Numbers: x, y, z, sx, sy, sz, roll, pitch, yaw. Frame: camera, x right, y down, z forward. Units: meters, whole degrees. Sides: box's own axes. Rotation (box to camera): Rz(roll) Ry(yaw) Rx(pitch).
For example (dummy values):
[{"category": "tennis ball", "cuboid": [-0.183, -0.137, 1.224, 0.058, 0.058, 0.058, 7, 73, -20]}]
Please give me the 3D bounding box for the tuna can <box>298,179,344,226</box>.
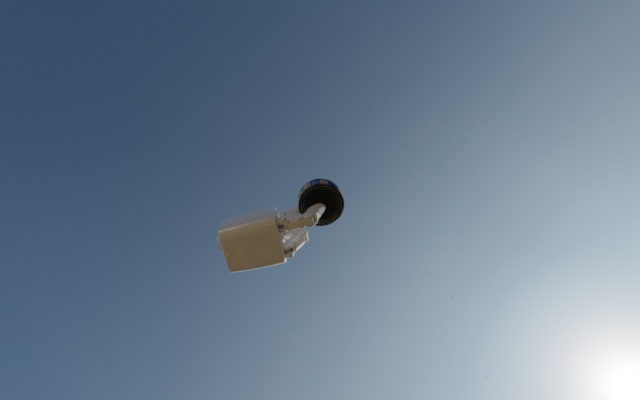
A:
[{"category": "tuna can", "cuboid": [0.000, 0.003, 0.898, 0.086, 0.086, 0.033, 0, 24, -6]}]
